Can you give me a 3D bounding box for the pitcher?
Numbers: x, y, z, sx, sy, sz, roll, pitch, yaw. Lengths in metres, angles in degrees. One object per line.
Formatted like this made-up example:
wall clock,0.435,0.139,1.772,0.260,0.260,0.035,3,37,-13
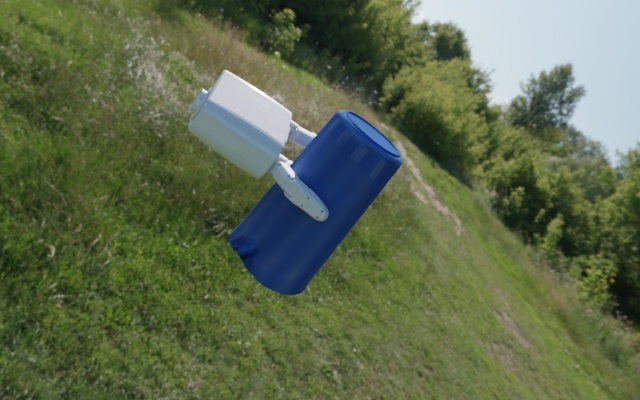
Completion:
pitcher,0.000,0.002,0.657,0.145,0.243,0.149,34,20,-17
